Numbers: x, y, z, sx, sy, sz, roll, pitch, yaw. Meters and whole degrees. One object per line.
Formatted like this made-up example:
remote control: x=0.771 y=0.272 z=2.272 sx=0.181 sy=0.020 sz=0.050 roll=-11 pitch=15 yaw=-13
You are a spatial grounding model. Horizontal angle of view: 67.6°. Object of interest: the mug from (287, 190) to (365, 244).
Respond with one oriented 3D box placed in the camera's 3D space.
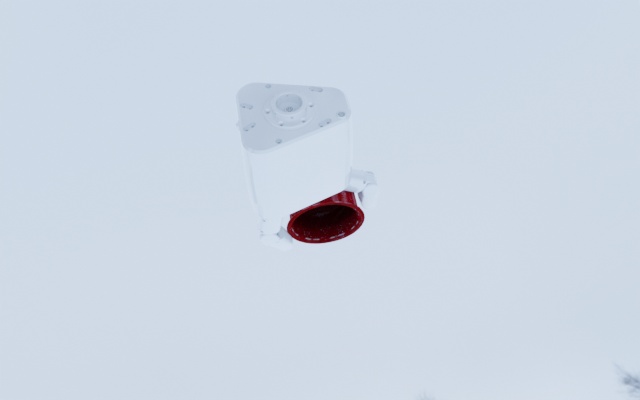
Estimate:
mug: x=0.000 y=0.003 z=0.594 sx=0.093 sy=0.081 sz=0.117 roll=-7 pitch=-33 yaw=-6
